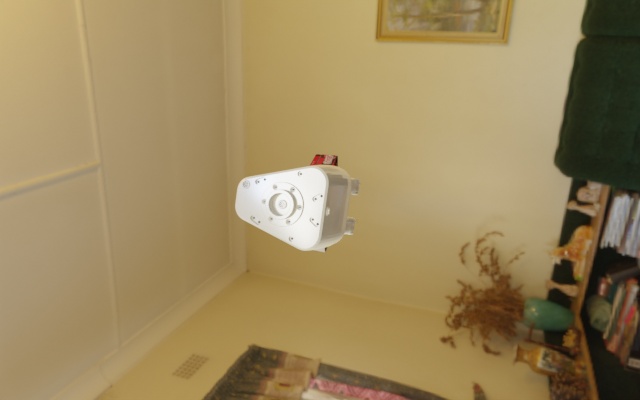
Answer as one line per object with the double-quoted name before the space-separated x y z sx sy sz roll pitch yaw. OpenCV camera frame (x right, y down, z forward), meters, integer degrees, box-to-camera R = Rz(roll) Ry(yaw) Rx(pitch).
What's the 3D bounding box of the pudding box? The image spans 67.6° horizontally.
"pudding box" 0.000 0.002 0.680 0.039 0.114 0.090 8 31 12
